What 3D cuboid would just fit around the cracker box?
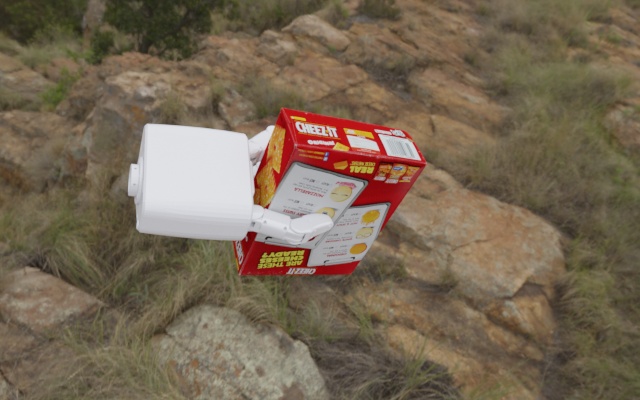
[{"bbox_3d":[0.000,0.002,0.578,0.164,0.072,0.214,5,-45,-26],"label":"cracker box"}]
